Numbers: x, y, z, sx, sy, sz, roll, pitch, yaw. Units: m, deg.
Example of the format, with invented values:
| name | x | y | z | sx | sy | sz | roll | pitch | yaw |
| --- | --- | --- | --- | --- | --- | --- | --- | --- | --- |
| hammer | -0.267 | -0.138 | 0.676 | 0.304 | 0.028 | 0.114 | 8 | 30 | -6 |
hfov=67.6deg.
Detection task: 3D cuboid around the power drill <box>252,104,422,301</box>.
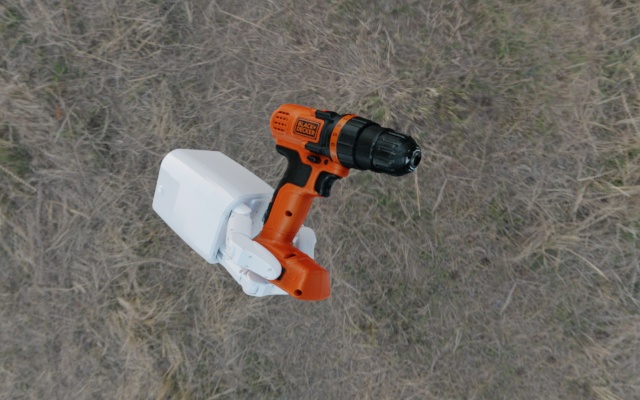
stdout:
| name | x | y | z | sx | sy | sz | roll | pitch | yaw |
| --- | --- | --- | --- | --- | --- | --- | --- | --- | --- |
| power drill | 0.000 | 0.002 | 0.487 | 0.184 | 0.187 | 0.057 | 23 | 6 | 42 |
